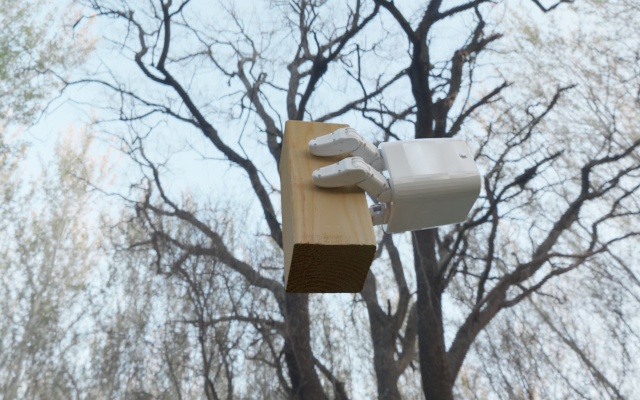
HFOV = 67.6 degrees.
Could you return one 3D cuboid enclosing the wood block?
[{"bbox_3d":[0.000,0.002,0.582,0.090,0.206,0.091,2,-45,-9],"label":"wood block"}]
